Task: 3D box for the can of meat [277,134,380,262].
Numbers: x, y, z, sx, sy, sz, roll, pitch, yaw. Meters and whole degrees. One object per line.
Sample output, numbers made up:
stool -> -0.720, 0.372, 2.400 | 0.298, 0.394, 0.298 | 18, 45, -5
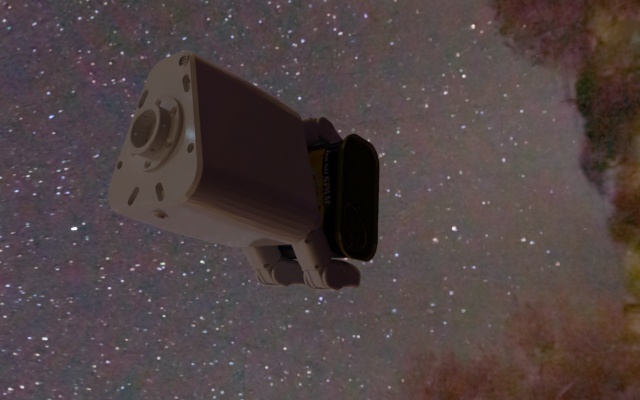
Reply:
can of meat -> 0.000, 0.001, 0.411 | 0.084, 0.102, 0.057 | -6, -15, 35
